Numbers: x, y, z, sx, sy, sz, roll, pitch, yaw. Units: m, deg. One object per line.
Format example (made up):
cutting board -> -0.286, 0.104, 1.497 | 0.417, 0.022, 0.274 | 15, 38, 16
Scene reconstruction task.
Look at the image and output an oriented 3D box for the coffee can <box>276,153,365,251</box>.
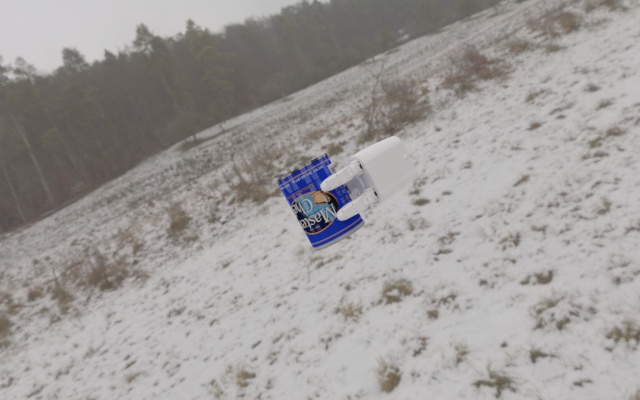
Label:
coffee can -> 0.000, 0.003, 0.836 | 0.103, 0.140, 0.103 | -29, 3, 2
